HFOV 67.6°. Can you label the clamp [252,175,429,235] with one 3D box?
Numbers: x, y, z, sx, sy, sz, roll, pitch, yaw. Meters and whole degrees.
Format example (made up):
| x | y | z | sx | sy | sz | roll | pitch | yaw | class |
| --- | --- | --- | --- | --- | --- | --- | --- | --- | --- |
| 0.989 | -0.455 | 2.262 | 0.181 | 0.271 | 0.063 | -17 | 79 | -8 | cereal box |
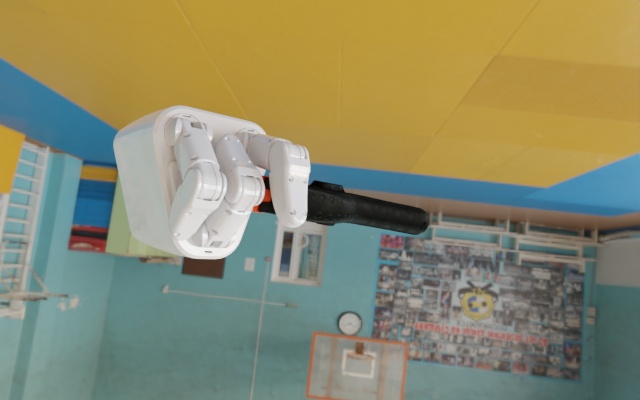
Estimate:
| x | y | z | sx | sy | sz | roll | pitch | yaw | class |
| --- | --- | --- | --- | --- | --- | --- | --- | --- | --- |
| 0.000 | 0.002 | 0.416 | 0.171 | 0.039 | 0.120 | 13 | -5 | -40 | clamp |
